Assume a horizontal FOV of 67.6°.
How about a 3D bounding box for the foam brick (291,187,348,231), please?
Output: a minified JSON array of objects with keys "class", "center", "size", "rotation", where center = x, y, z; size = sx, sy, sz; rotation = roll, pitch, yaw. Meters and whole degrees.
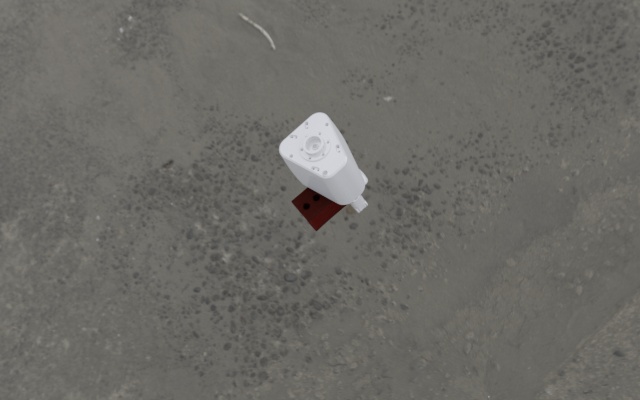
[{"class":"foam brick","center":[0.000,0.003,0.812],"size":[0.078,0.053,0.051],"rotation":[-41,-26,0]}]
